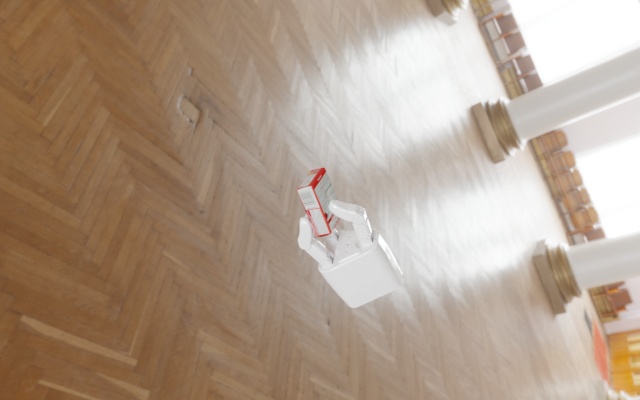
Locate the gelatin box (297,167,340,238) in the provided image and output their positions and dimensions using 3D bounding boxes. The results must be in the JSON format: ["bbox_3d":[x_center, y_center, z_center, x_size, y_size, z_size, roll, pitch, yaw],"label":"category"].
[{"bbox_3d":[0.000,0.002,0.760,0.030,0.089,0.073,-13,23,24],"label":"gelatin box"}]
